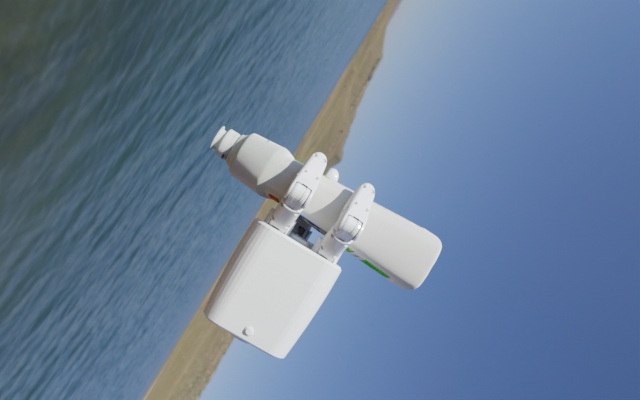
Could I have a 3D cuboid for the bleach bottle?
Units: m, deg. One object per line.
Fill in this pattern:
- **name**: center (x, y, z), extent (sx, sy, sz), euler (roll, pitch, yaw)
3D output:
- **bleach bottle**: center (0.000, 0.002, 0.505), extent (0.251, 0.068, 0.102), euler (32, -3, -6)
